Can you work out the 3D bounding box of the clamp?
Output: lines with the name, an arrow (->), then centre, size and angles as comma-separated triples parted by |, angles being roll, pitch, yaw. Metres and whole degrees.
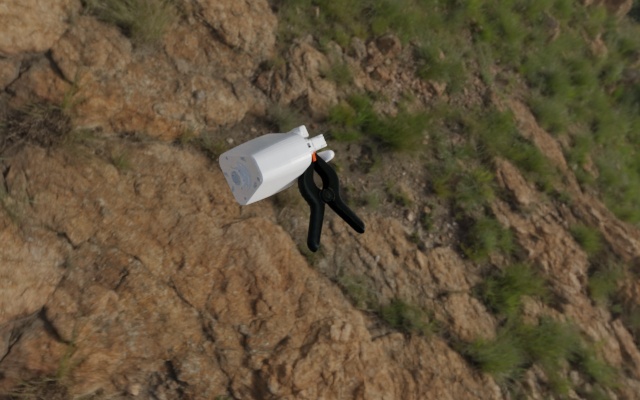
clamp -> 0.000, 0.002, 0.822 | 0.120, 0.171, 0.039 | -28, 1, -39
